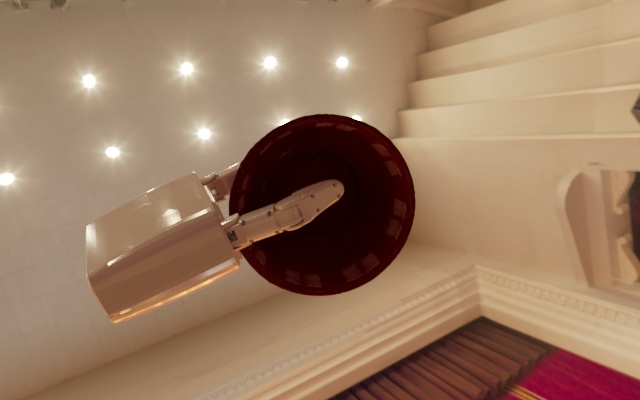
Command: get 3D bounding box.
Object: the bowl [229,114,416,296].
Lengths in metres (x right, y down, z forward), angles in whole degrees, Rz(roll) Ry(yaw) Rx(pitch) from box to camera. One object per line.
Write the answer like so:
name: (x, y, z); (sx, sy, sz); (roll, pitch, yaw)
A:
bowl: (0.001, 0.001, 0.432); (0.162, 0.162, 0.055); (0, 15, -8)
